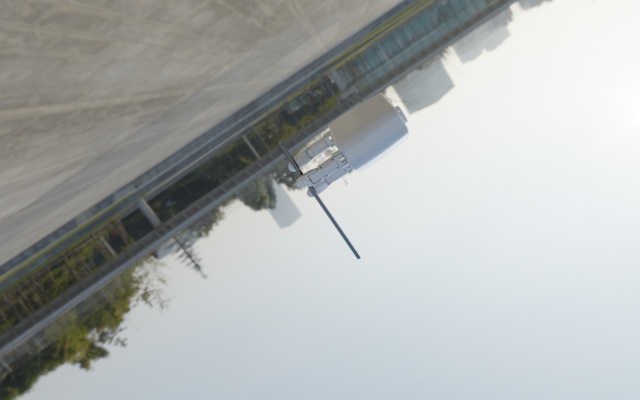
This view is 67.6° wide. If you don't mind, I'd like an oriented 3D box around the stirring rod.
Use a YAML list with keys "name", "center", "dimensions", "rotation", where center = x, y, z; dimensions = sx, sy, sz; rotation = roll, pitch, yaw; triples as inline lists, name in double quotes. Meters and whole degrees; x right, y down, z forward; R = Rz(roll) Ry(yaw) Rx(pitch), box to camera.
- name: "stirring rod"
  center: [0.000, 0.003, 0.800]
  dimensions: [0.011, 0.239, 0.011]
  rotation: [-33, 12, 8]
